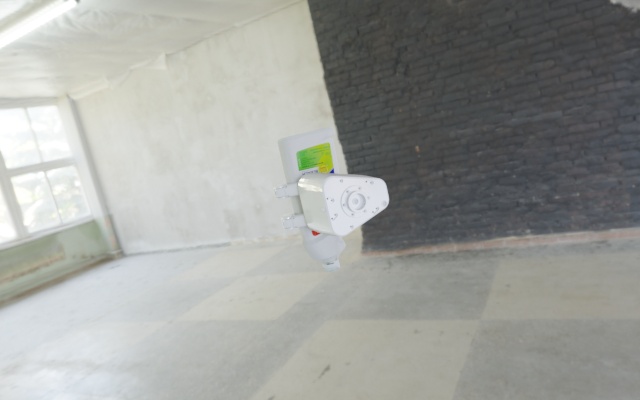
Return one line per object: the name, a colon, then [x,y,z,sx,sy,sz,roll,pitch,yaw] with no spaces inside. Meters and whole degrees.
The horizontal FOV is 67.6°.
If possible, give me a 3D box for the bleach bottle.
bleach bottle: [0.000,0.003,0.852,0.102,0.251,0.068,-17,9,-19]
